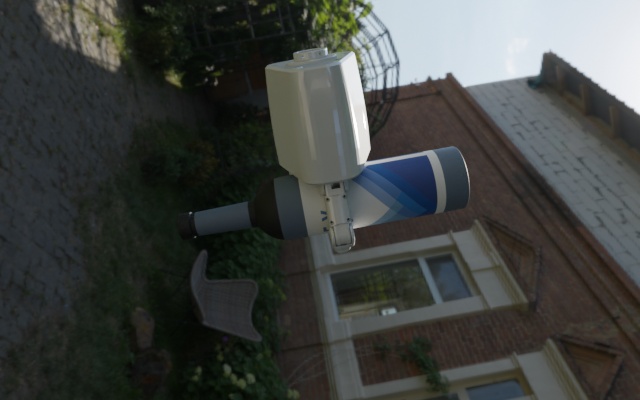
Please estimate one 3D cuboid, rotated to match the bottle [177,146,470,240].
[{"bbox_3d":[0.000,0.002,0.499,0.296,0.069,0.069,-10,0,-2],"label":"bottle"}]
